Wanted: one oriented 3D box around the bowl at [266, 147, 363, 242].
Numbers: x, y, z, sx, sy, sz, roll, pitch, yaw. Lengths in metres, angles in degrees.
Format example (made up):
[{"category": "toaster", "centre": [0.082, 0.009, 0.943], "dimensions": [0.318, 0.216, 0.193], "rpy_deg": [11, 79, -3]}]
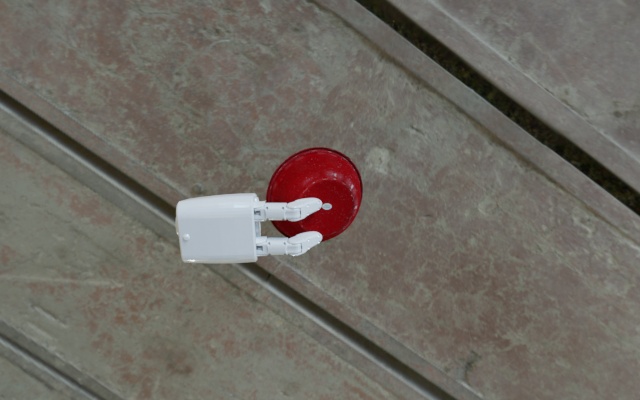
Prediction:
[{"category": "bowl", "centre": [0.001, 0.002, 0.736], "dimensions": [0.162, 0.162, 0.055], "rpy_deg": [0, 19, -19]}]
